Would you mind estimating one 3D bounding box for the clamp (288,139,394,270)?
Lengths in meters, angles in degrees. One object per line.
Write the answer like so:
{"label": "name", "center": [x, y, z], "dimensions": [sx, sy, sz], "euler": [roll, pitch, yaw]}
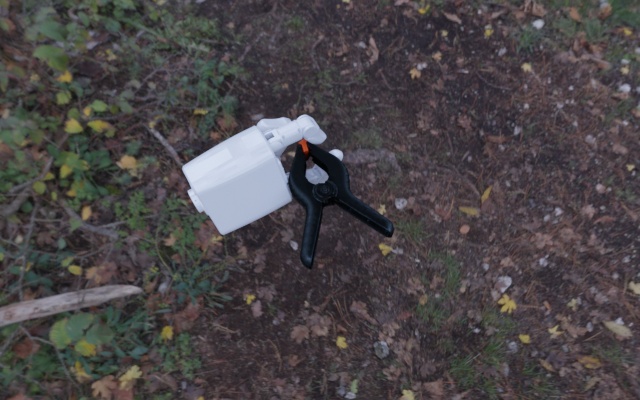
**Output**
{"label": "clamp", "center": [0.000, 0.002, 0.606], "dimensions": [0.120, 0.171, 0.039], "euler": [-26, -25, -17]}
